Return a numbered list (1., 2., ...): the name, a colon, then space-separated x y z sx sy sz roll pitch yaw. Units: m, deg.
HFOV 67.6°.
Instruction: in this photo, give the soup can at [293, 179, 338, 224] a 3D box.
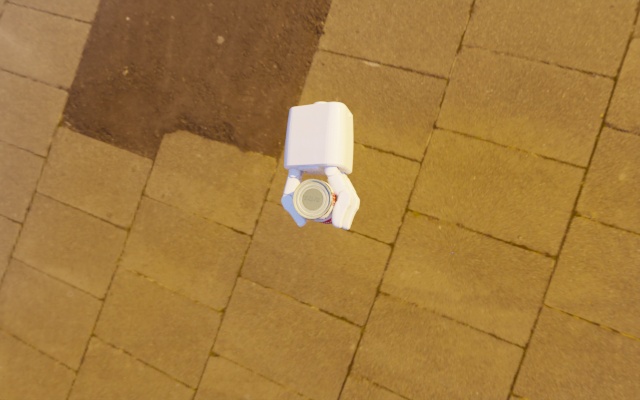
1. soup can: 0.000 0.003 0.804 0.068 0.068 0.102 0 -6 15
